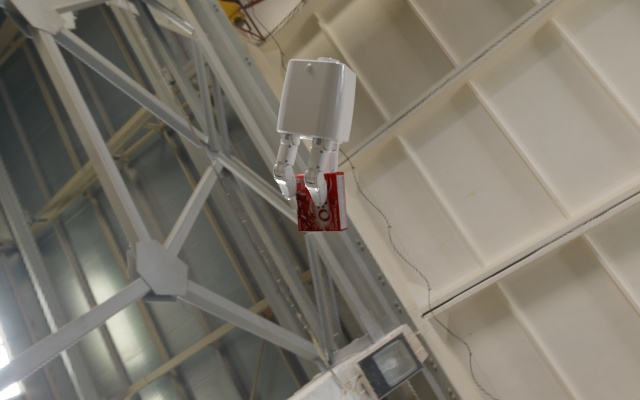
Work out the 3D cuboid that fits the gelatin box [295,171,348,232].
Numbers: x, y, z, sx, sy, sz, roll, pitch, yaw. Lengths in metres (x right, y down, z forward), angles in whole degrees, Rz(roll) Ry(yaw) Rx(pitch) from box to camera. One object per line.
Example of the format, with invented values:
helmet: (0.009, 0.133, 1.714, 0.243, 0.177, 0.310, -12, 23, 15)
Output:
gelatin box: (0.000, 0.003, 0.724, 0.073, 0.089, 0.030, -2, 5, 28)
